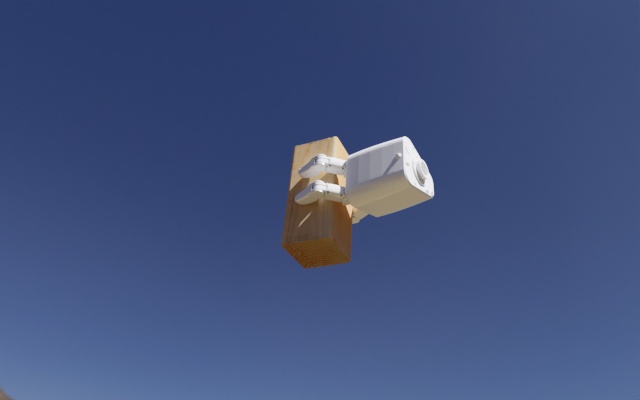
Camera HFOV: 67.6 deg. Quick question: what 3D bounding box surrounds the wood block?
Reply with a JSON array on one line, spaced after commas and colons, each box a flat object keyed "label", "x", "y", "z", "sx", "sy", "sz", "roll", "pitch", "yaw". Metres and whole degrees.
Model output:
[{"label": "wood block", "x": 0.001, "y": 0.003, "z": 0.833, "sx": 0.090, "sy": 0.206, "sz": 0.091, "roll": -11, "pitch": -38, "yaw": 23}]
